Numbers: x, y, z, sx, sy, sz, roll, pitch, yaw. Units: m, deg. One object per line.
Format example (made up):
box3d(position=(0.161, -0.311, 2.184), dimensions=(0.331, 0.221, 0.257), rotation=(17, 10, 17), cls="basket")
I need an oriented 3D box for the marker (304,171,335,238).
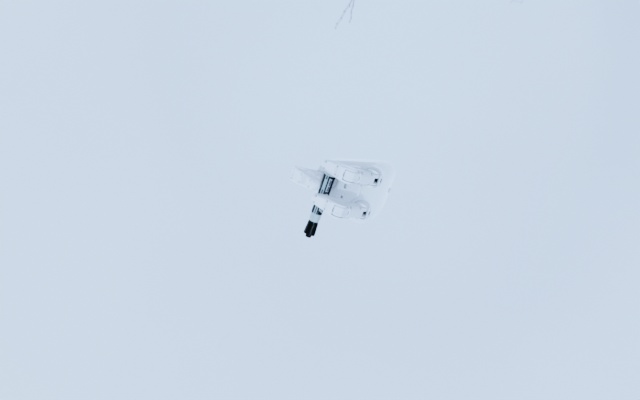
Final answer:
box3d(position=(0.000, 0.002, 0.739), dimensions=(0.020, 0.121, 0.020), rotation=(18, 15, -5), cls="marker")
